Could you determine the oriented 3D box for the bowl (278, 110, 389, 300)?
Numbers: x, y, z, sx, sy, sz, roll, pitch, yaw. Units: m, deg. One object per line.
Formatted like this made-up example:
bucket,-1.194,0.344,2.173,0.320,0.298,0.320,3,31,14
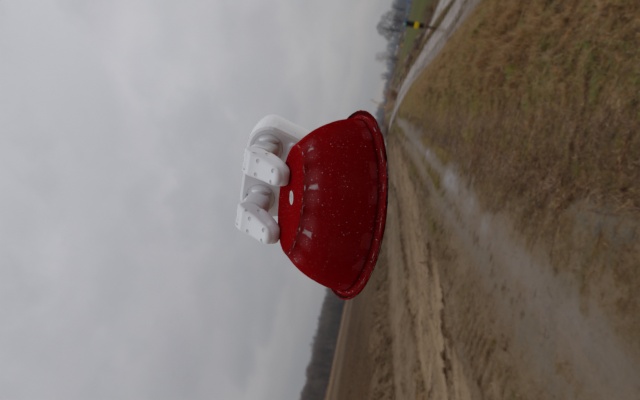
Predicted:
bowl,0.000,0.001,0.403,0.055,0.162,0.162,5,-2,-17
